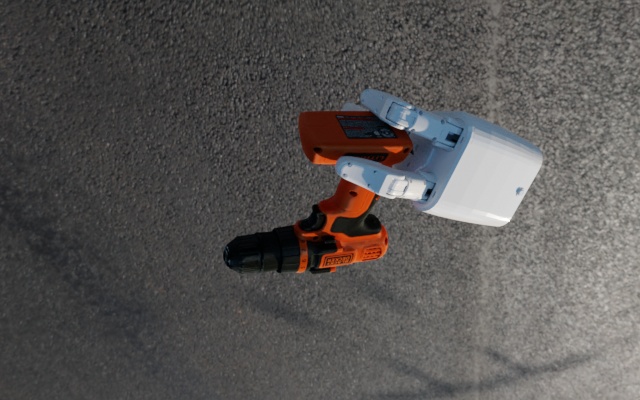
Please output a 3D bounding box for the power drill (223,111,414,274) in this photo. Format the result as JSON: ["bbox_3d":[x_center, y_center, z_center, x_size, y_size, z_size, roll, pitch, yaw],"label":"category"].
[{"bbox_3d":[0.000,0.001,0.476,0.184,0.057,0.188,-6,-43,-22],"label":"power drill"}]
